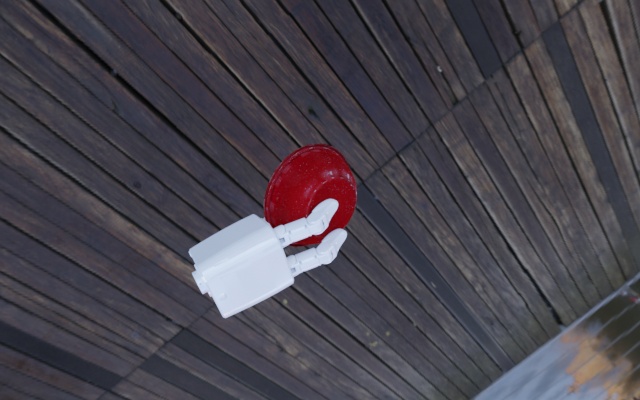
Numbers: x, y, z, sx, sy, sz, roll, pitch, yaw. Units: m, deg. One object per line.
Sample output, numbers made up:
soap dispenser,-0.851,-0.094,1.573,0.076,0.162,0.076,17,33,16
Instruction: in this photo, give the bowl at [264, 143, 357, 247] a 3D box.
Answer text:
bowl,0.001,0.001,0.691,0.162,0.162,0.055,0,19,-41
